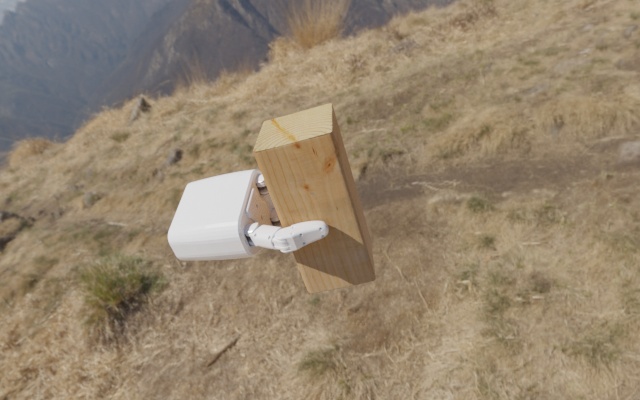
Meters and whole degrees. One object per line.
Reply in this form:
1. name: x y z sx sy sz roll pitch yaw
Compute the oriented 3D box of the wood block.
1. wood block: 0.000 0.002 0.585 0.090 0.206 0.090 -13 30 10
